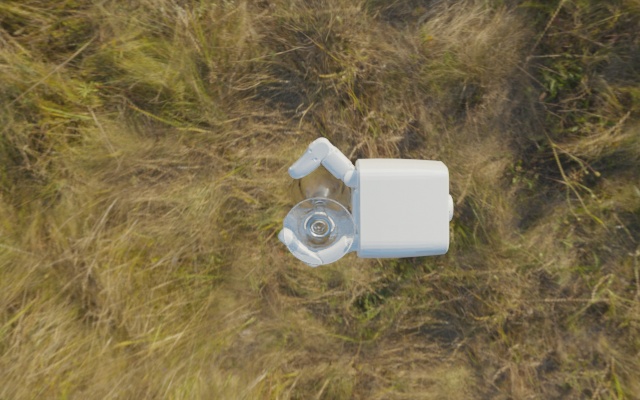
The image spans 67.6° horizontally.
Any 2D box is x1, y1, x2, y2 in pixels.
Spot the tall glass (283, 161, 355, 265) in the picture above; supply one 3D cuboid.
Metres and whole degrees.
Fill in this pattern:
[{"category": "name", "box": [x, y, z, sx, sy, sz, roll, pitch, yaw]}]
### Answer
[{"category": "tall glass", "box": [0.000, 0.002, 0.579, 0.079, 0.079, 0.201, 0, 18, 0]}]
